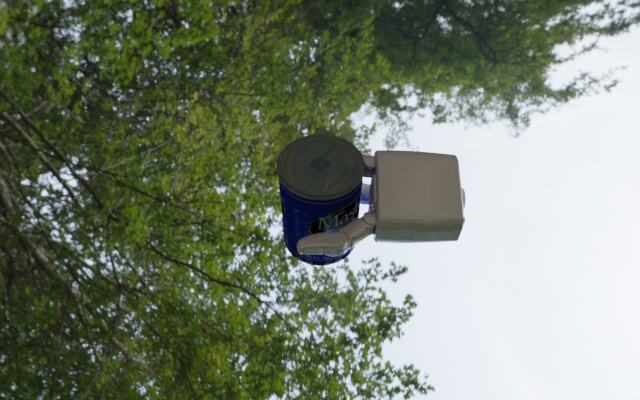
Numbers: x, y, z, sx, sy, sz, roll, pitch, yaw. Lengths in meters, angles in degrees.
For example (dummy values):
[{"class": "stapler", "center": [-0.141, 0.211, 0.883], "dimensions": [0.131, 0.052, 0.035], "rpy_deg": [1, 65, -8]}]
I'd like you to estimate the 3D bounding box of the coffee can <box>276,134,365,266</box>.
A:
[{"class": "coffee can", "center": [0.000, 0.002, 0.606], "dimensions": [0.103, 0.102, 0.140], "rpy_deg": [0, -40, 0]}]
